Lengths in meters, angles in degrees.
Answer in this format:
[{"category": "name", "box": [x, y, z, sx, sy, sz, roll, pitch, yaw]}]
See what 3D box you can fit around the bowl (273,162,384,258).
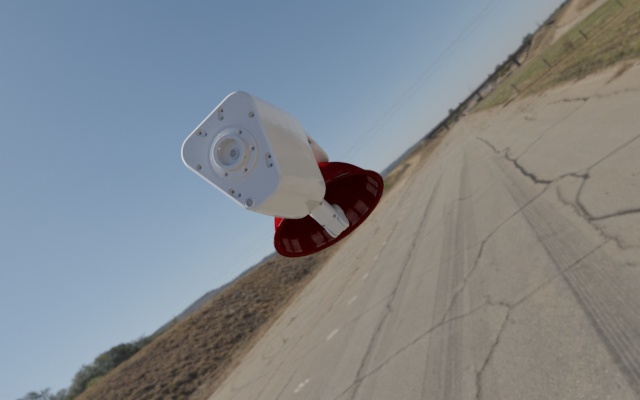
[{"category": "bowl", "box": [0.000, 0.002, 0.614, 0.162, 0.055, 0.162, -26, -30, -16]}]
